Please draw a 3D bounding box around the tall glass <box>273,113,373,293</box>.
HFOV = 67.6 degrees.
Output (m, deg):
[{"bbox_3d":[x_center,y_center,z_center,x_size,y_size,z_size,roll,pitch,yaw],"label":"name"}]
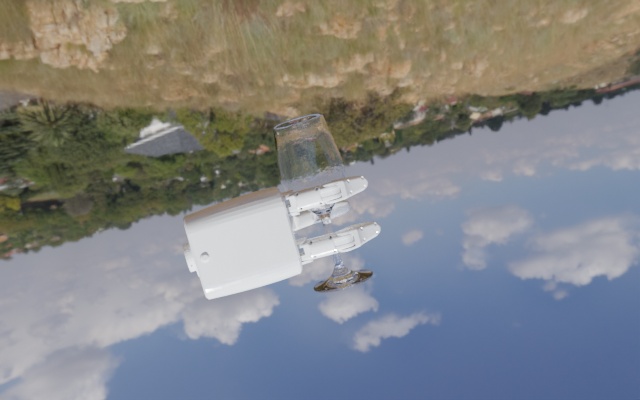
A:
[{"bbox_3d":[0.000,0.002,0.568,0.079,0.201,0.079,-16,4,1],"label":"tall glass"}]
